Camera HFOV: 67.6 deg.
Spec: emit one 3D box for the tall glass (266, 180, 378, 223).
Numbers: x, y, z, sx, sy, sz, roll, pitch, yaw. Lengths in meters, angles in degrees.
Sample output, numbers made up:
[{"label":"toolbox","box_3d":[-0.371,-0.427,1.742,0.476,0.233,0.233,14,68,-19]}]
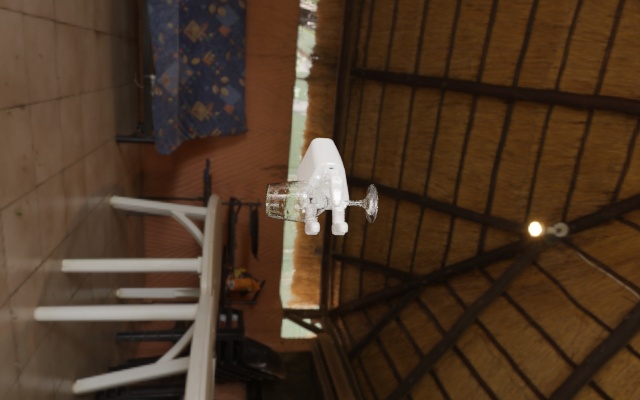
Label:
[{"label":"tall glass","box_3d":[0.001,0.003,0.890,0.201,0.079,0.079,2,0,-11]}]
